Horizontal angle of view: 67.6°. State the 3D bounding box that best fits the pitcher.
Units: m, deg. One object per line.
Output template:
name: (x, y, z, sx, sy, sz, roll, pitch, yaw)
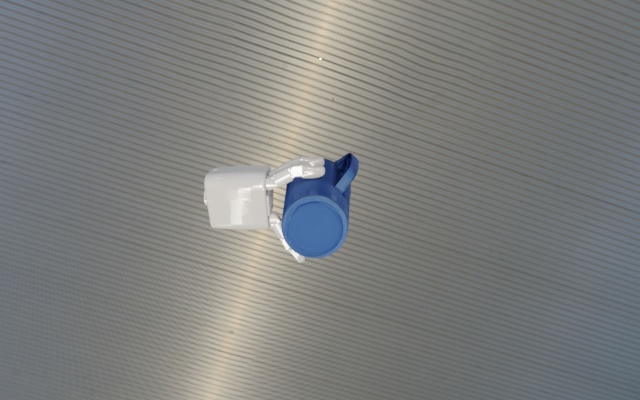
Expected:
pitcher: (0.000, 0.003, 0.864, 0.145, 0.149, 0.242, -1, 17, 1)
